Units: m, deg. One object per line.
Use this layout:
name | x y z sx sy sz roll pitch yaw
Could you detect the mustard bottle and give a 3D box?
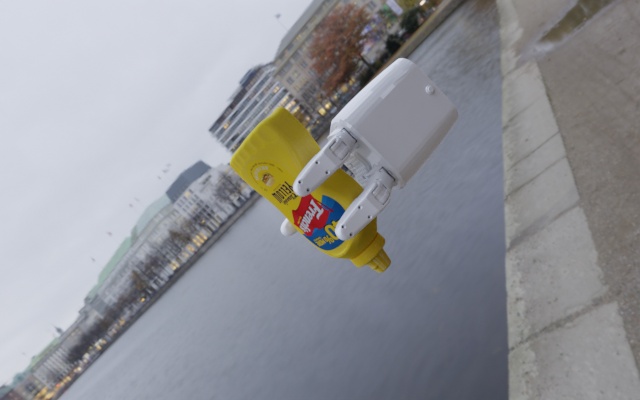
mustard bottle | 0.000 0.002 0.485 0.096 0.191 0.058 -38 9 49
